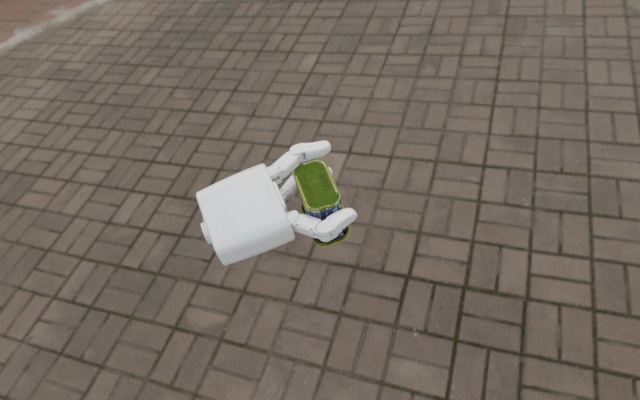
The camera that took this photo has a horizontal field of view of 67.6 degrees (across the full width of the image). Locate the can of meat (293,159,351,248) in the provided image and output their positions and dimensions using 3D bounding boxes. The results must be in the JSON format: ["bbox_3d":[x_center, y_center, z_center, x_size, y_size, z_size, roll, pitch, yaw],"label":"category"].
[{"bbox_3d":[0.000,0.002,0.694,0.057,0.102,0.084,-20,-41,-4],"label":"can of meat"}]
